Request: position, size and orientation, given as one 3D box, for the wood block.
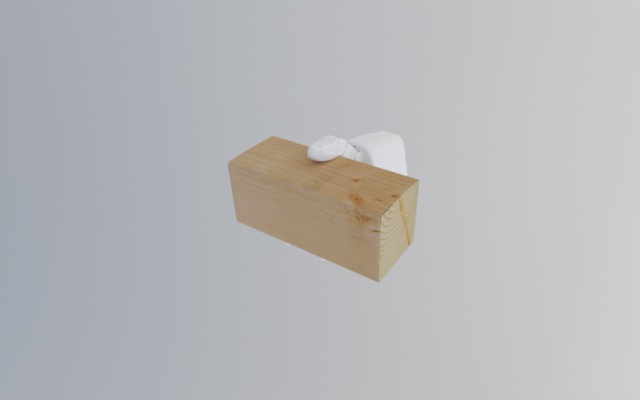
[{"bbox_3d":[0.000,0.001,0.564,0.206,0.091,0.090,19,39,29],"label":"wood block"}]
